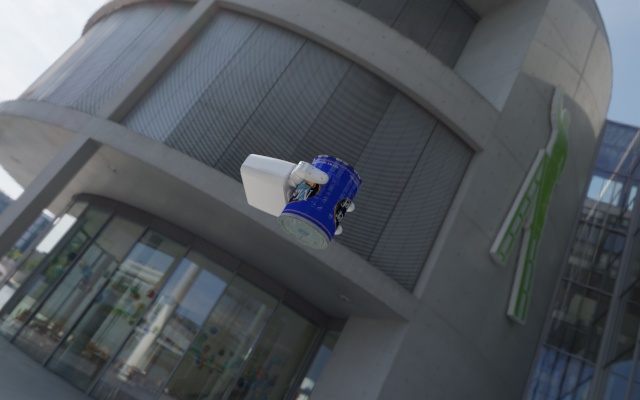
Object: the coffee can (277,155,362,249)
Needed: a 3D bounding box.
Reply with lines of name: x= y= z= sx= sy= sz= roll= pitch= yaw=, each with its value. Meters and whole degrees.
coffee can: x=0.000 y=0.003 z=0.868 sx=0.103 sy=0.140 sz=0.103 roll=25 pitch=-25 yaw=12
